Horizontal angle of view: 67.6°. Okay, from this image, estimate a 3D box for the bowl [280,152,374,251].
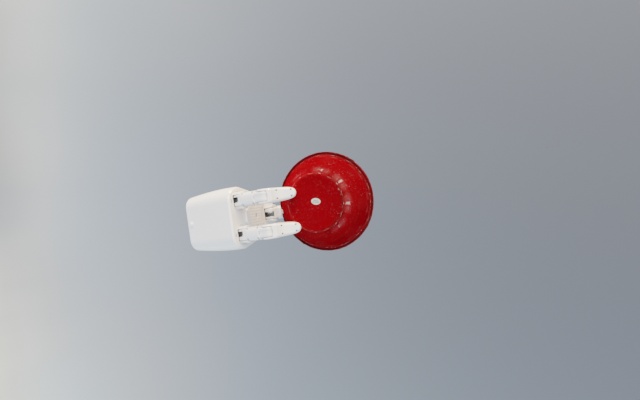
[{"bbox_3d":[0.001,0.002,0.755,0.162,0.162,0.055,0,2,19],"label":"bowl"}]
